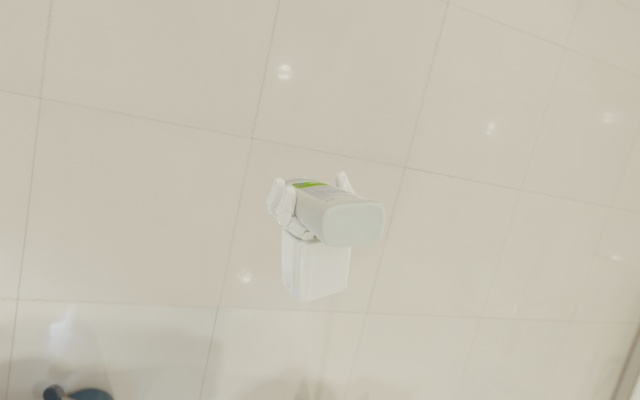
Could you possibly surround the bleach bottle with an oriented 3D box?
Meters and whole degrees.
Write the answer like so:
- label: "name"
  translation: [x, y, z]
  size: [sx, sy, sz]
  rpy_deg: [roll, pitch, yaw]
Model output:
- label: "bleach bottle"
  translation: [0.000, 0.003, 0.776]
  size: [0.102, 0.068, 0.250]
  rpy_deg: [-3, 16, -22]
